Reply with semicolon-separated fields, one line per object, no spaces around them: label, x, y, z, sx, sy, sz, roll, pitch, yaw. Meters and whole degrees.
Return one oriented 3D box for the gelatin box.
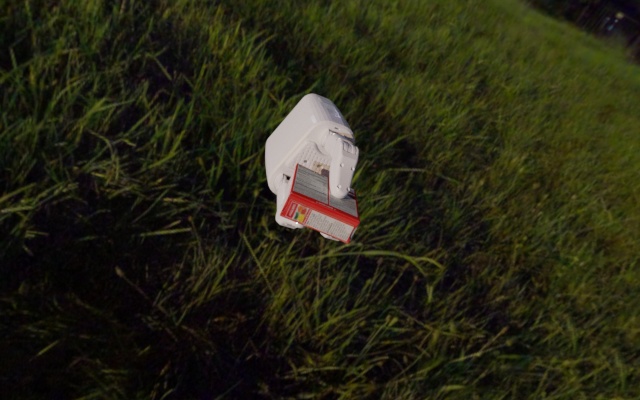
gelatin box;0.000;0.001;0.491;0.073;0.030;0.089;23;21;-9
